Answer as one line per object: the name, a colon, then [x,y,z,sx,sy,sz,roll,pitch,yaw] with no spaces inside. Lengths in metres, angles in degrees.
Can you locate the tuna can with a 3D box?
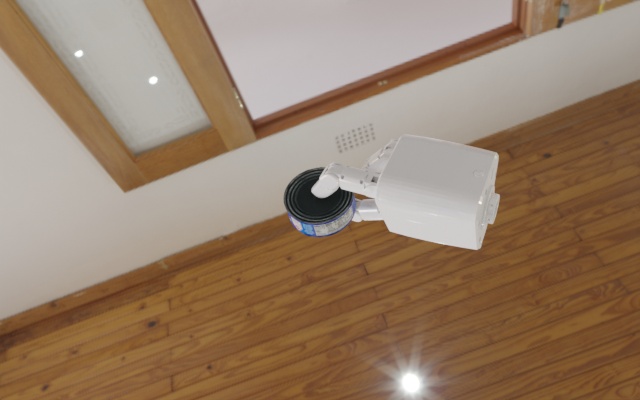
tuna can: [0.000,0.002,0.584,0.086,0.086,0.034,0,-38,12]
